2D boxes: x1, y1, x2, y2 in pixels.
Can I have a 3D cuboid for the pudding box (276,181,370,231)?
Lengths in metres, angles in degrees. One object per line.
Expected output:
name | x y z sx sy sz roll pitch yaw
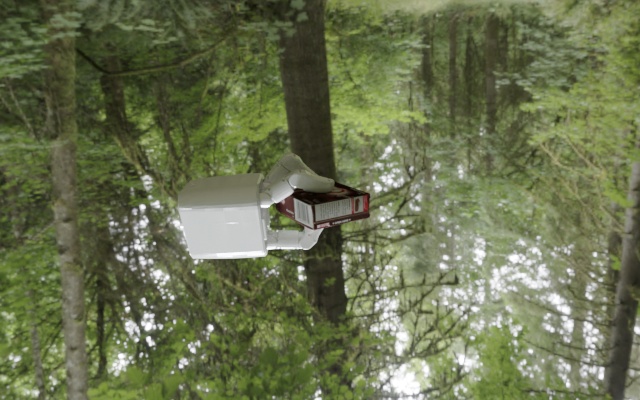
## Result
pudding box | 0.000 0.002 0.650 0.090 0.039 0.113 -12 20 -28
